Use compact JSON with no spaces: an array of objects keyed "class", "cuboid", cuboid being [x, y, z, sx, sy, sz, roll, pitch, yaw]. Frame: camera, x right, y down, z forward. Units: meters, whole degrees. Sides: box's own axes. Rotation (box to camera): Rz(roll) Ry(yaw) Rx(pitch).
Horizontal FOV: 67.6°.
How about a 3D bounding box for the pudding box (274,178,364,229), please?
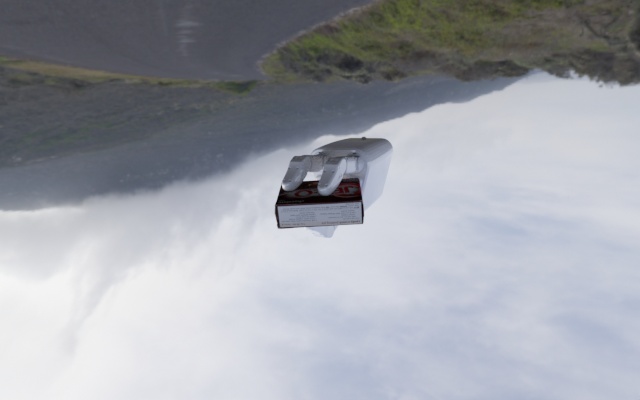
[{"class":"pudding box","cuboid":[0.000,0.002,0.635,0.113,0.039,0.090,-5,20,3]}]
